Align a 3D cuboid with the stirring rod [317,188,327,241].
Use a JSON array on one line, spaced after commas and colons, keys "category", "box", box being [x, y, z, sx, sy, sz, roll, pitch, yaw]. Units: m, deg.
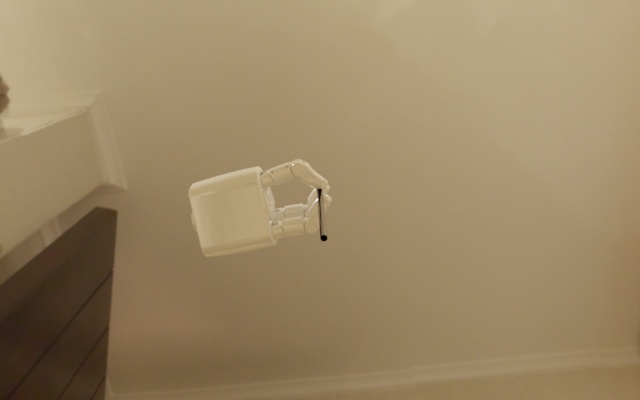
[{"category": "stirring rod", "box": [0.000, 0.002, 0.649, 0.011, 0.011, 0.239, 0, 20, -2]}]
